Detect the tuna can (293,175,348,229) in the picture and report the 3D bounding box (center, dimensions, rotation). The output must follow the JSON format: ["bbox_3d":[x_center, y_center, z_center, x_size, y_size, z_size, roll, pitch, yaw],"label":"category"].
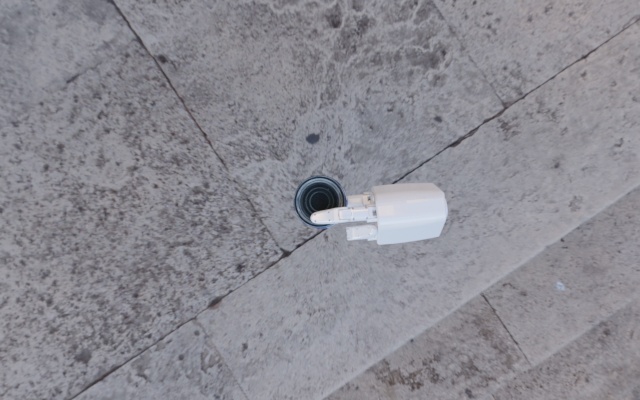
[{"bbox_3d":[0.000,0.002,0.764,0.086,0.086,0.034,0,-3,7],"label":"tuna can"}]
